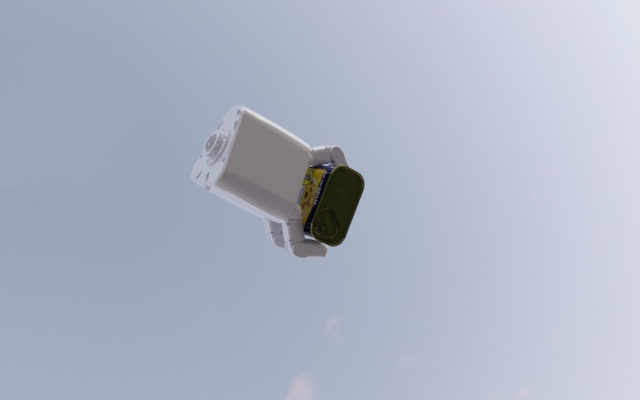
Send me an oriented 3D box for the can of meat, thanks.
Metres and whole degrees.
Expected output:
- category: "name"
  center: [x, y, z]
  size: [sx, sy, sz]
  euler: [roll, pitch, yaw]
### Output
- category: "can of meat"
  center: [0.000, 0.002, 0.635]
  size: [0.057, 0.102, 0.084]
  euler: [25, -7, -35]
